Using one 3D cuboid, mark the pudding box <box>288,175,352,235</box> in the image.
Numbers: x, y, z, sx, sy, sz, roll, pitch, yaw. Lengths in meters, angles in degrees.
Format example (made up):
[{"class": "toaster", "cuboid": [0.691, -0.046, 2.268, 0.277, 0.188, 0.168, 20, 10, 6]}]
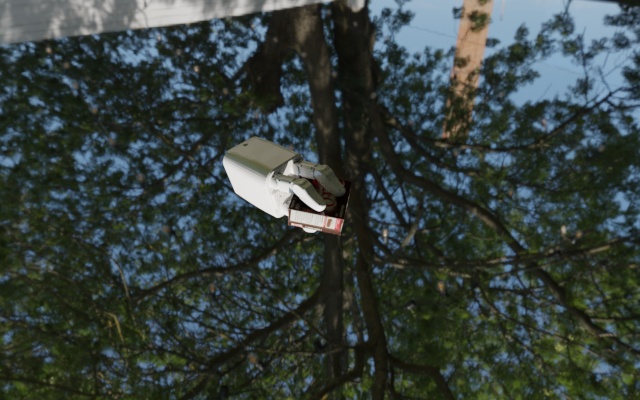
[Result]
[{"class": "pudding box", "cuboid": [0.000, 0.003, 0.789, 0.090, 0.039, 0.113, 10, 38, 4]}]
